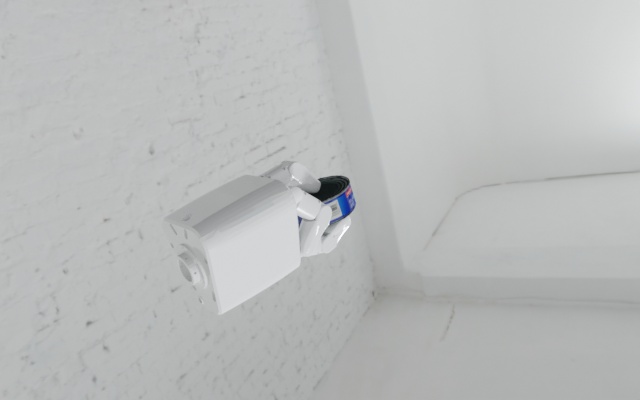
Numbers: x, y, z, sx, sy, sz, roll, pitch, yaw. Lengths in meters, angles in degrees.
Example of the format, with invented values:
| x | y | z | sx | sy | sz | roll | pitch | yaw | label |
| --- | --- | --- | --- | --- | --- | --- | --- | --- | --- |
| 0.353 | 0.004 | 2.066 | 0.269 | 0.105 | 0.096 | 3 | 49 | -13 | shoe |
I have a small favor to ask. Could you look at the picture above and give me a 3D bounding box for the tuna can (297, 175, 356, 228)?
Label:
| x | y | z | sx | sy | sz | roll | pitch | yaw | label |
| --- | --- | --- | --- | --- | --- | --- | --- | --- | --- |
| 0.000 | 0.002 | 0.597 | 0.086 | 0.034 | 0.086 | -17 | 21 | 7 | tuna can |
